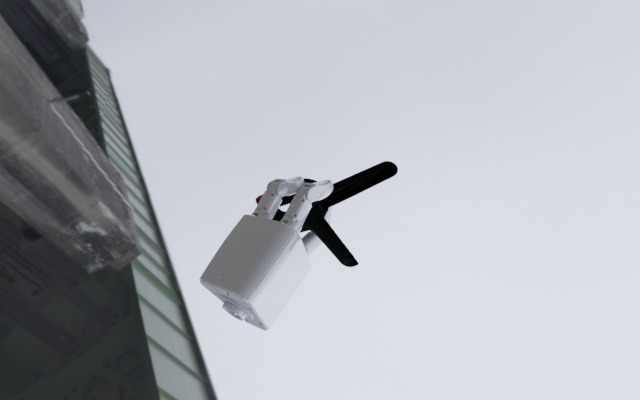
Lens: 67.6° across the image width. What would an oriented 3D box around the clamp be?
[{"bbox_3d":[0.000,0.003,0.668,0.210,0.164,0.036,10,-34,39],"label":"clamp"}]
